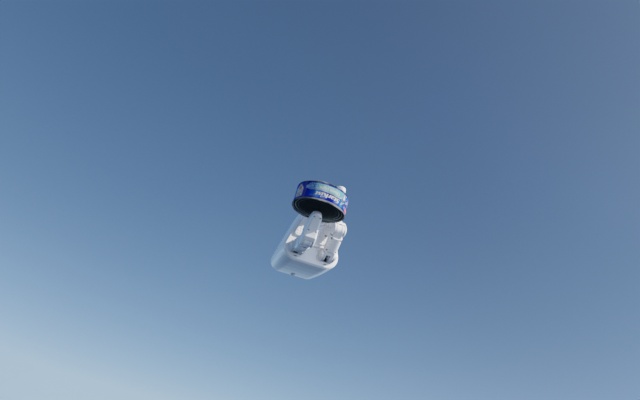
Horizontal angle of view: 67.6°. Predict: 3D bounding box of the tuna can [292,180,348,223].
[{"bbox_3d":[0.000,0.002,0.753,0.086,0.033,0.086,13,-24,6],"label":"tuna can"}]
